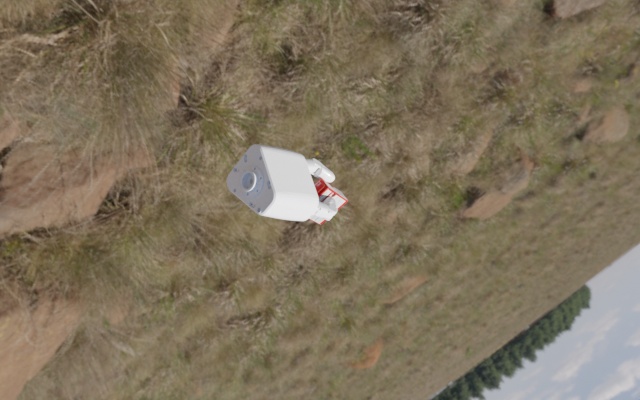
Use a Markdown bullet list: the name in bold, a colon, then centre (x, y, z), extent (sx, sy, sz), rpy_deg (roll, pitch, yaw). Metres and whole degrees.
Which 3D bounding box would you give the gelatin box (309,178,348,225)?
- **gelatin box**: centre (0.001, 0.003, 0.893), extent (0.073, 0.030, 0.089), rpy_deg (-42, -31, 11)
